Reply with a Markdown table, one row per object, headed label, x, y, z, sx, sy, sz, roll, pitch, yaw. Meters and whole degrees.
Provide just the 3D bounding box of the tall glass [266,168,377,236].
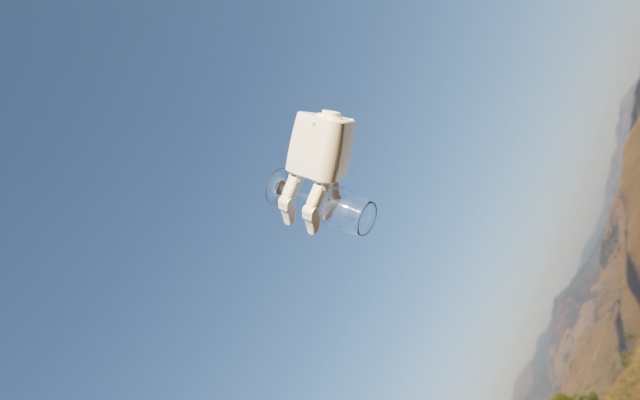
| label | x | y | z | sx | sy | sz | roll | pitch | yaw |
| --- | --- | --- | --- | --- | --- | --- | --- | --- | --- |
| tall glass | 0.000 | 0.003 | 0.861 | 0.201 | 0.079 | 0.079 | 20 | 11 | 31 |
